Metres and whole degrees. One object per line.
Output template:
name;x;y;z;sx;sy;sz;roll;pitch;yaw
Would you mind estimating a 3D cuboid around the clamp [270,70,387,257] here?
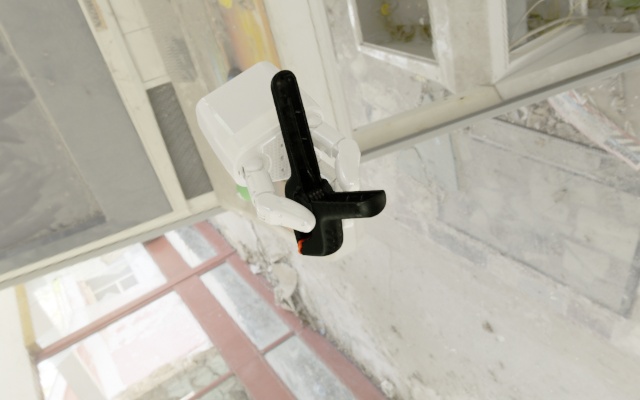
clamp;-0.001;0.002;0.466;0.036;0.164;0.210;-23;-36;-20
